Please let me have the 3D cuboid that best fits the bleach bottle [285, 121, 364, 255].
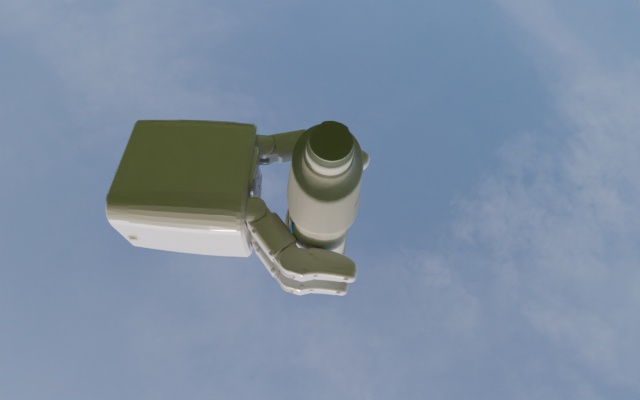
[{"bbox_3d":[0.000,0.001,0.414,0.068,0.102,0.251,4,-22,-2],"label":"bleach bottle"}]
